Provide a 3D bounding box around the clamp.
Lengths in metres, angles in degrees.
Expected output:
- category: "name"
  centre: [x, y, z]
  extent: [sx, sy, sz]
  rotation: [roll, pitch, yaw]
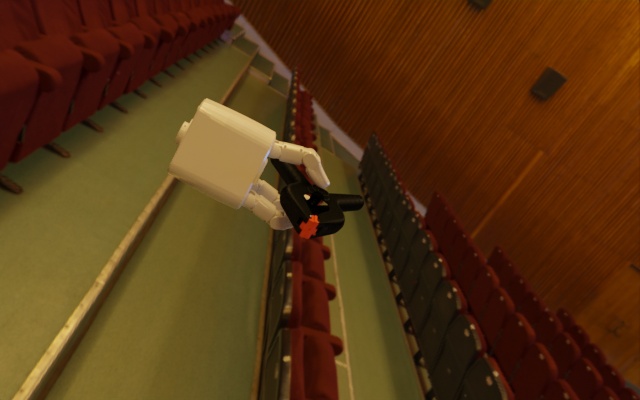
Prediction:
- category: "clamp"
  centre: [0.000, 0.002, 0.672]
  extent: [0.164, 0.036, 0.210]
  rotation: [26, 20, -14]
